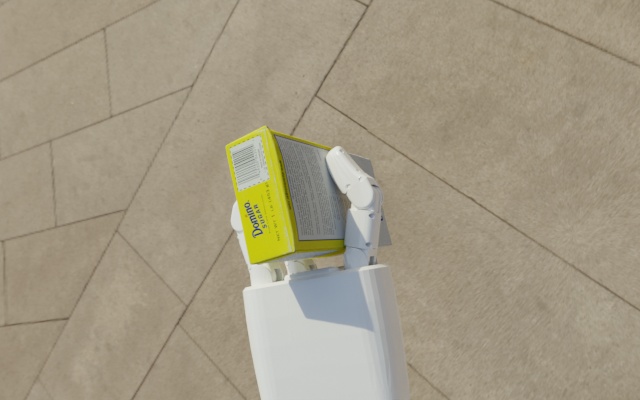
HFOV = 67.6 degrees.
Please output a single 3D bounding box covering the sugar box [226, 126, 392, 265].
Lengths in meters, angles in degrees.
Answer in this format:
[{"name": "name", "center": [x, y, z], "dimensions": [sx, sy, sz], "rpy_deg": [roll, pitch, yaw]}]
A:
[{"name": "sugar box", "center": [0.000, 0.002, 0.406], "dimensions": [0.048, 0.093, 0.176], "rpy_deg": [-18, -13, 25]}]
